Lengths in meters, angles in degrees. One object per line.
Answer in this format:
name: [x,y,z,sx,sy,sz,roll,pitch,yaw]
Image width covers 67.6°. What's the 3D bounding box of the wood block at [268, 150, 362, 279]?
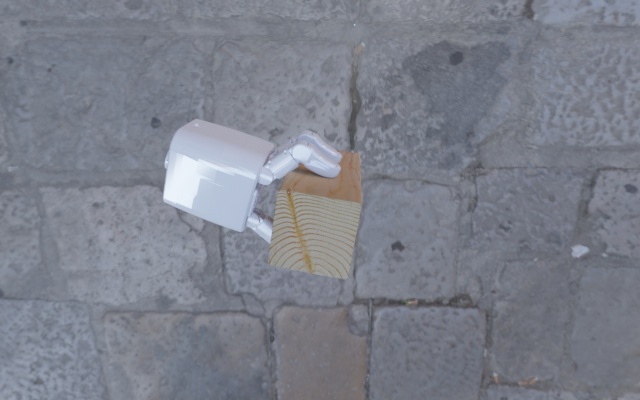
wood block: [0.000,0.002,0.593,0.090,0.091,0.206,10,20,1]
